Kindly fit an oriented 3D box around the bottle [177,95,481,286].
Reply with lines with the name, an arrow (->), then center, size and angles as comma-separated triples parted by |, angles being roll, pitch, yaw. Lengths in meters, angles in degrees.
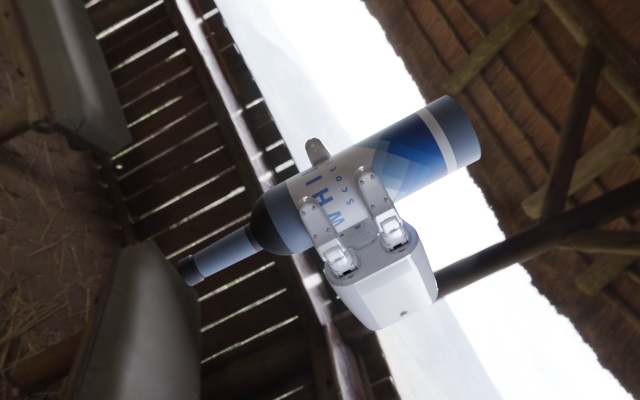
bottle -> 0.000, 0.001, 0.448 | 0.296, 0.069, 0.069 | -28, -2, 4
